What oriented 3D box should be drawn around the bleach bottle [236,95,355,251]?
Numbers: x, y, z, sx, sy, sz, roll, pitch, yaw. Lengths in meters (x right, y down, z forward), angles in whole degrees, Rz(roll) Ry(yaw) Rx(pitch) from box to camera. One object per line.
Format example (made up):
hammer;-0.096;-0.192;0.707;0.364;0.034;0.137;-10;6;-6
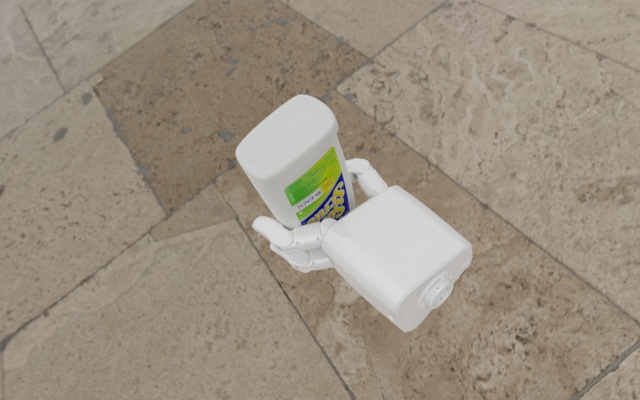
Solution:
bleach bottle;0.000;0.002;0.546;0.068;0.102;0.251;44;-9;34
